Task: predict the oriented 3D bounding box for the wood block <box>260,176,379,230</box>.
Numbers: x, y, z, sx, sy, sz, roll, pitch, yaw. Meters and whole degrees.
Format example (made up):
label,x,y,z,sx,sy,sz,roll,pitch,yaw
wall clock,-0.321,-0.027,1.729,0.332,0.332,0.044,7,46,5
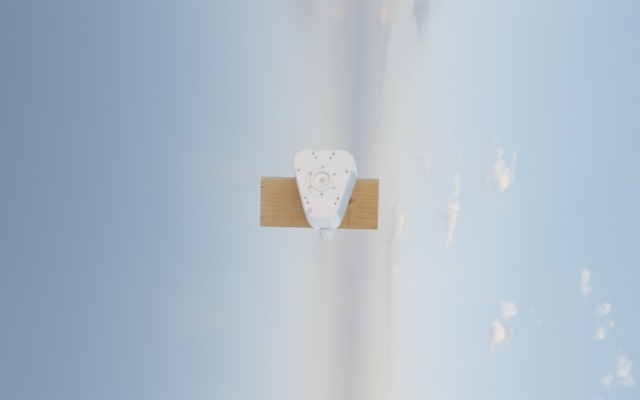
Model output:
label,x,y,z,sx,sy,sz,roll,pitch,yaw
wood block,0.000,0.003,0.870,0.206,0.091,0.090,2,2,4
